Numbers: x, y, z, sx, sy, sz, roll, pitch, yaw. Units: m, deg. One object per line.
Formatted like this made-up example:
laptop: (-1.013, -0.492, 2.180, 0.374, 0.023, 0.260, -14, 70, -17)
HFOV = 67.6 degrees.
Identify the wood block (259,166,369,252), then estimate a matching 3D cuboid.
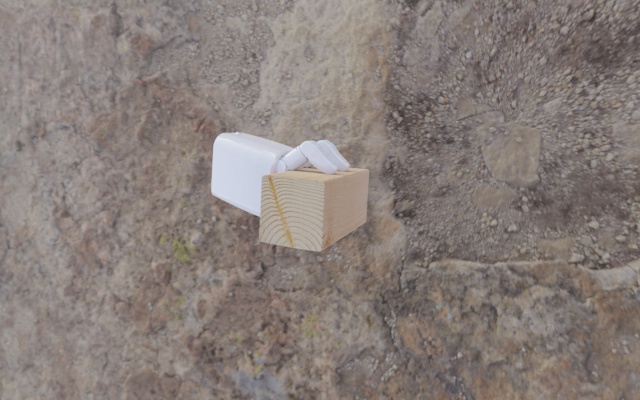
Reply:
wood block: (0.000, 0.003, 0.694, 0.090, 0.091, 0.206, 7, 10, 20)
